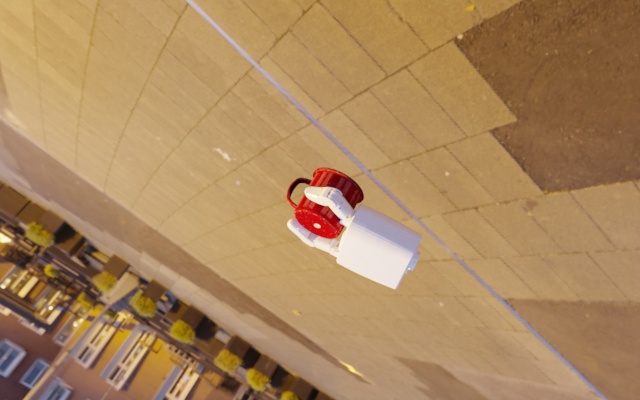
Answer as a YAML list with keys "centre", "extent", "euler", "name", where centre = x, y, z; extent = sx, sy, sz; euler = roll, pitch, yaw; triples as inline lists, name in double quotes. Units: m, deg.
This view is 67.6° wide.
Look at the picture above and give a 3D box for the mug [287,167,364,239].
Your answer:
- centre: [-0.001, 0.002, 0.766]
  extent: [0.117, 0.081, 0.093]
  euler: [25, -25, 12]
  name: "mug"
